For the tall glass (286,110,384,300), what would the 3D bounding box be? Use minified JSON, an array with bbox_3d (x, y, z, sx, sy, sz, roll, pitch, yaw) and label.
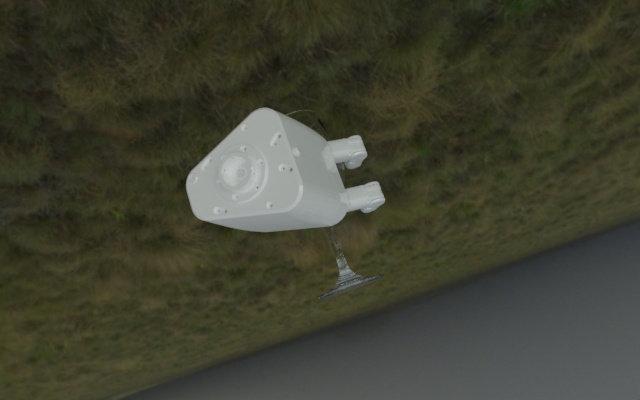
[{"bbox_3d":[0.000,0.002,0.530,0.079,0.201,0.079,-18,-14,-5],"label":"tall glass"}]
